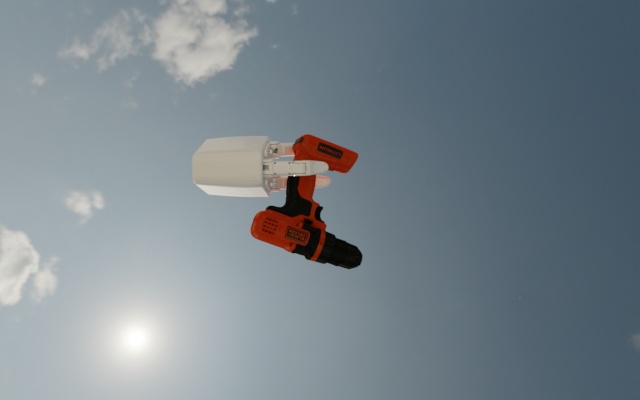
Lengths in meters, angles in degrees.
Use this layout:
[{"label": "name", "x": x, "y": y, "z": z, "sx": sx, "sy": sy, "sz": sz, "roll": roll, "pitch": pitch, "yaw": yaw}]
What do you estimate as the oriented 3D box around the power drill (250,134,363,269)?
[{"label": "power drill", "x": 0.000, "y": 0.002, "z": 0.761, "sx": 0.184, "sy": 0.187, "sz": 0.057, "roll": 21, "pitch": -17, "yaw": -14}]
